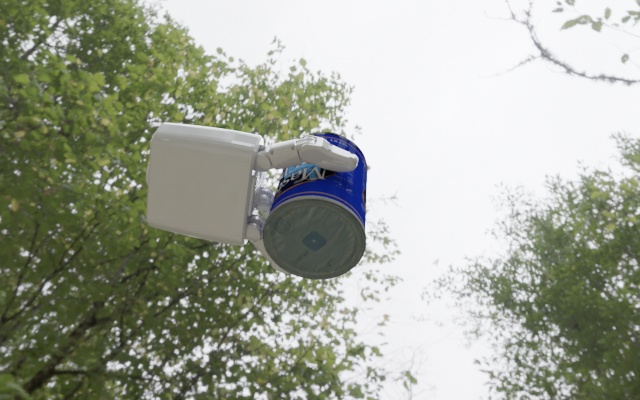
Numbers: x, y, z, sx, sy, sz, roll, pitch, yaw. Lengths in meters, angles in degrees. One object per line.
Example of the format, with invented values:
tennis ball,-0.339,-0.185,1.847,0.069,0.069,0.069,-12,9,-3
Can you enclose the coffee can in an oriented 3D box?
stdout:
coffee can,0.000,0.002,0.525,0.103,0.103,0.140,0,34,7
